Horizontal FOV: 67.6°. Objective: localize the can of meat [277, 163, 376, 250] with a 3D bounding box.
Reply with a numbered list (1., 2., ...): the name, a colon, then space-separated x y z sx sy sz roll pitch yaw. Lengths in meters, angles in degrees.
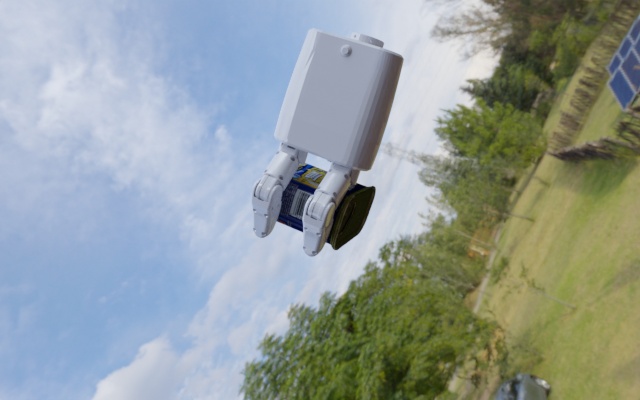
1. can of meat: 0.000 0.002 0.492 0.084 0.057 0.102 22 17 17
